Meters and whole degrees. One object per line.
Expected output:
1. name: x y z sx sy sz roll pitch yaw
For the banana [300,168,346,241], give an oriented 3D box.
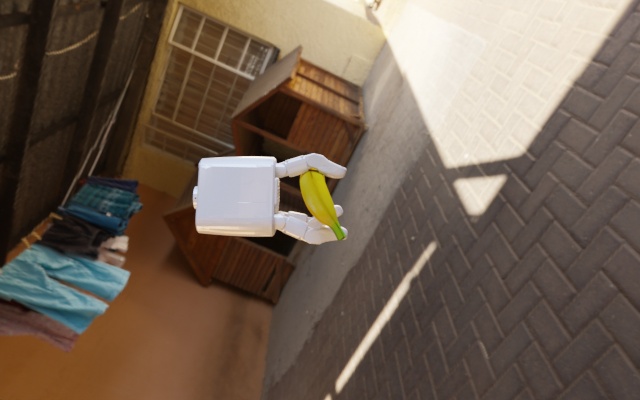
1. banana: -0.006 -0.012 0.690 0.037 0.070 0.197 -21 26 2
